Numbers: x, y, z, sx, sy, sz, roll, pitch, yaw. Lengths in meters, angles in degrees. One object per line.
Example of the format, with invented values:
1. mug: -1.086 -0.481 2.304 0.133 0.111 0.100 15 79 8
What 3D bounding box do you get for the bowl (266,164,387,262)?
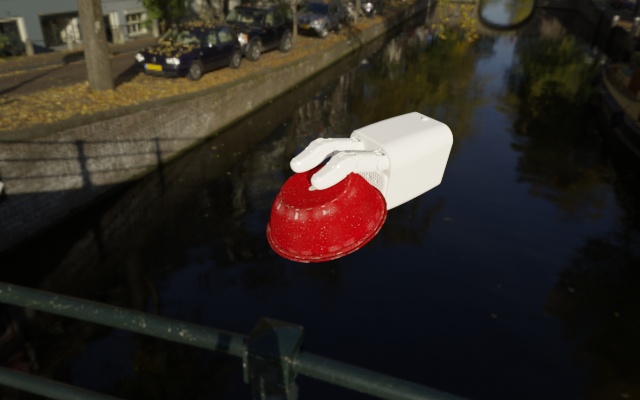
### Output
1. bowl: -0.001 0.002 0.604 0.162 0.055 0.162 -12 37 9
